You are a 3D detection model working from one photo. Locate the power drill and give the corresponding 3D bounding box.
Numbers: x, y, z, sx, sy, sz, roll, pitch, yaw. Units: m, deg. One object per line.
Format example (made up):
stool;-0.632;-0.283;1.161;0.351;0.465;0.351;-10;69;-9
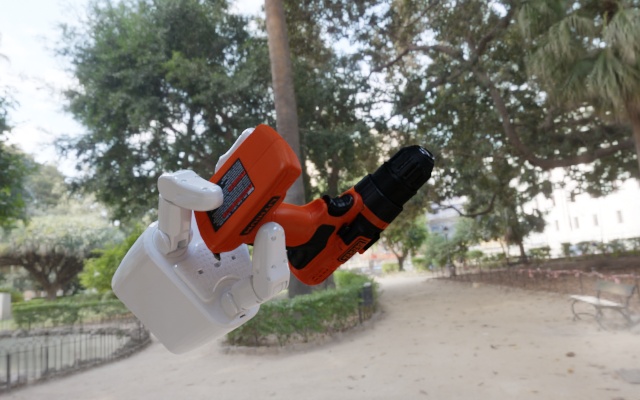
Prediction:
power drill;0.000;0.001;0.422;0.188;0.184;0.057;22;27;-50
